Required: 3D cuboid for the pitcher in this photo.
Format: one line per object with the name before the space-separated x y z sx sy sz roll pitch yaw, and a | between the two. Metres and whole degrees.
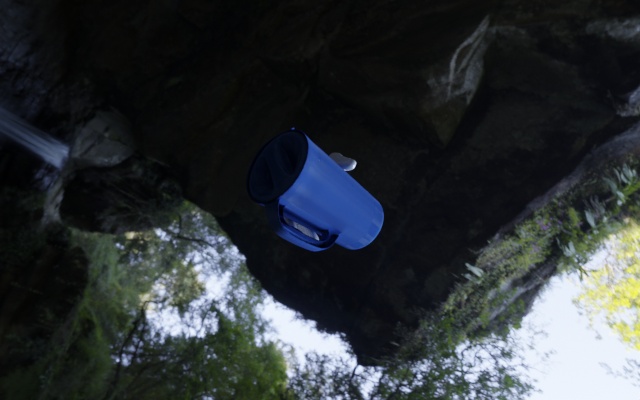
pitcher | 0.000 0.003 0.816 0.243 0.149 0.145 34 4 -40
